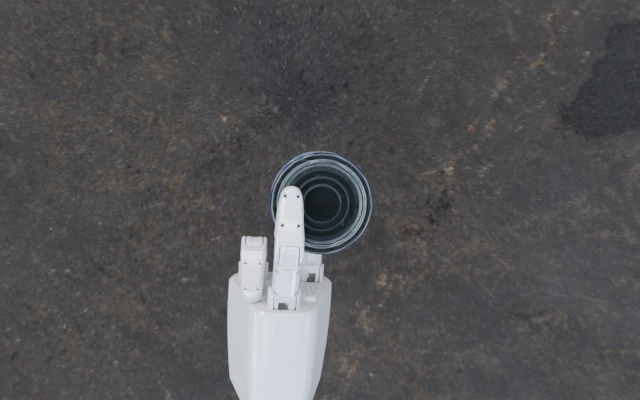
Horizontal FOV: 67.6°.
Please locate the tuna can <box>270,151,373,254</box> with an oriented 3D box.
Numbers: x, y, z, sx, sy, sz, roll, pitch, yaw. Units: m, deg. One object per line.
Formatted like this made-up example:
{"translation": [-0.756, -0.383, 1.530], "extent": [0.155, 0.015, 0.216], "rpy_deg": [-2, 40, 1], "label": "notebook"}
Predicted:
{"translation": [0.000, 0.001, 0.402], "extent": [0.086, 0.086, 0.033], "rpy_deg": [0, 7, -4], "label": "tuna can"}
